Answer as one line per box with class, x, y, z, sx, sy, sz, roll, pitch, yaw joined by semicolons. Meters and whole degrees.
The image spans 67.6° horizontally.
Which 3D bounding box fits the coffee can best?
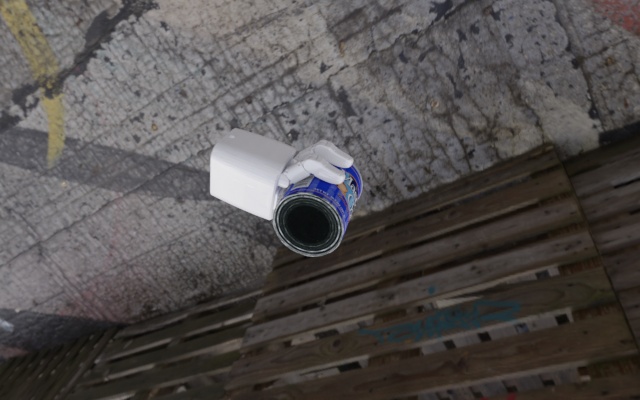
coffee can;0.000;0.002;0.715;0.103;0.103;0.140;0;28;17
